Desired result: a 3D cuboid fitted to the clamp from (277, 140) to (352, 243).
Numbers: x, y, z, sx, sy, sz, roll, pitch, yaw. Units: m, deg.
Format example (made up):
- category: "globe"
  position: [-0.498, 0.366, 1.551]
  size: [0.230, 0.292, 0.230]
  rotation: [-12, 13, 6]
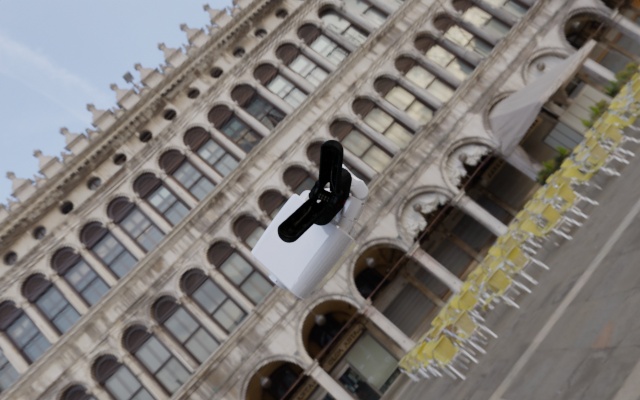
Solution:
- category: "clamp"
  position: [0.000, 0.001, 0.572]
  size: [0.039, 0.120, 0.171]
  rotation: [35, -3, 16]
